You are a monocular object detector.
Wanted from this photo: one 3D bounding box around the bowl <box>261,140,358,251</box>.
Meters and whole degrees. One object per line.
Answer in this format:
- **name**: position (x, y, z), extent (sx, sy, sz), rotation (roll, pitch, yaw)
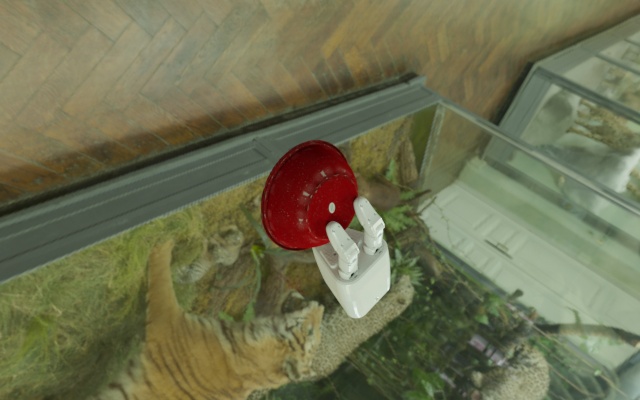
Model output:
- **bowl**: position (0.000, 0.001, 0.648), extent (0.162, 0.162, 0.055), rotation (0, 17, -42)
